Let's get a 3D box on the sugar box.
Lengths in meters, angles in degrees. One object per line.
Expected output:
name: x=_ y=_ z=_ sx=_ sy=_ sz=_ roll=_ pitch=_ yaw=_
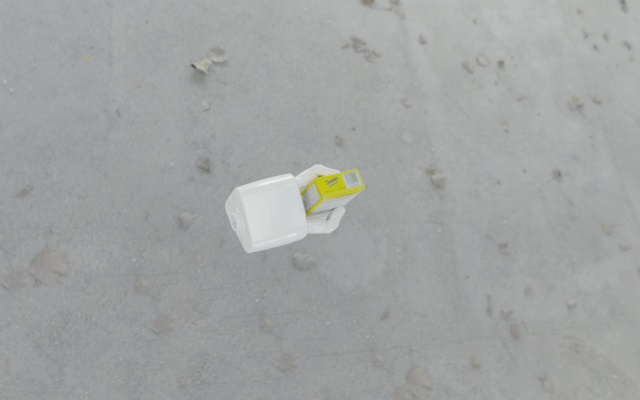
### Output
sugar box: x=0.000 y=0.002 z=0.889 sx=0.093 sy=0.048 sz=0.176 roll=-14 pitch=-13 yaw=-30
